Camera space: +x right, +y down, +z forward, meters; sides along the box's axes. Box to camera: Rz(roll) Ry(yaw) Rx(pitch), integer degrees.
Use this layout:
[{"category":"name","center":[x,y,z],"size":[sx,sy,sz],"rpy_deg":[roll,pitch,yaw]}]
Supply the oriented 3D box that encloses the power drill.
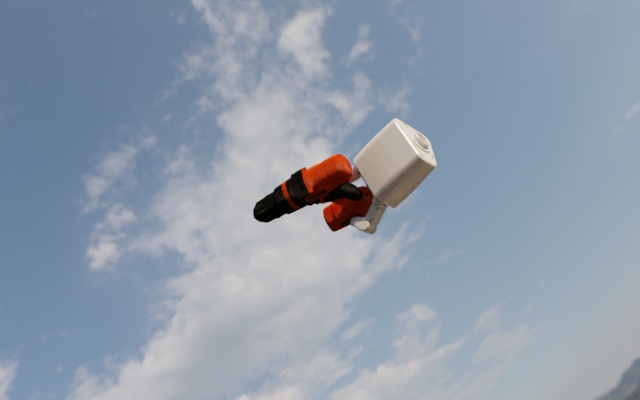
[{"category":"power drill","center":[0.001,0.003,0.823],"size":[0.184,0.057,0.188],"rpy_deg":[-28,-25,20]}]
